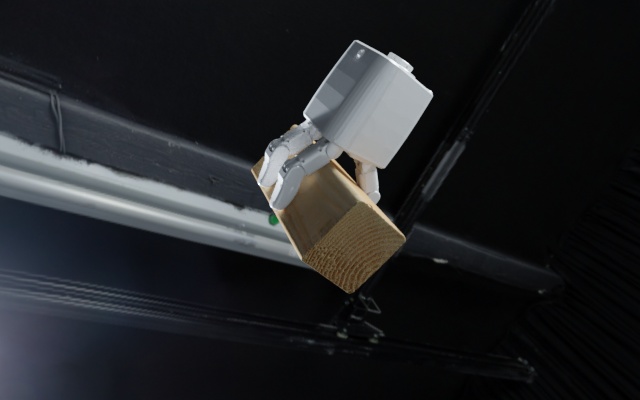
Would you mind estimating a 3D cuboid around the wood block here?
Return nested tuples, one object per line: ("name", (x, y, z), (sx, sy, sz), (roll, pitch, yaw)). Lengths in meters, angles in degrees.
("wood block", (0.001, 0.002, 0.580), (0.091, 0.090, 0.206), (39, 9, -36))
